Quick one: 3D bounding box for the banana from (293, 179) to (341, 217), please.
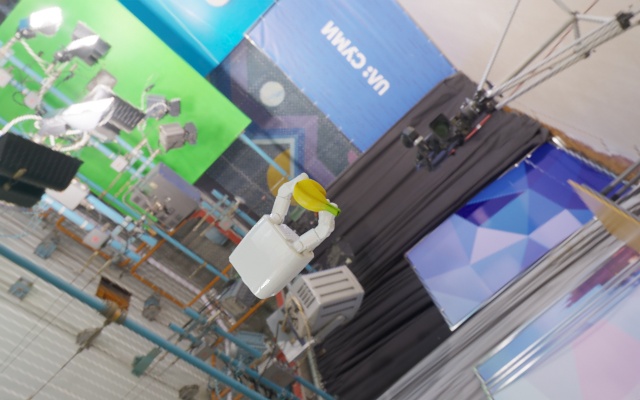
[{"bbox_3d":[-0.014,-0.008,0.786,0.069,0.037,0.197,37,6,-11],"label":"banana"}]
